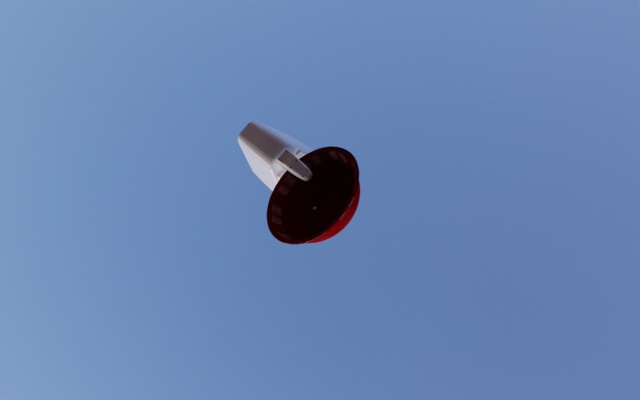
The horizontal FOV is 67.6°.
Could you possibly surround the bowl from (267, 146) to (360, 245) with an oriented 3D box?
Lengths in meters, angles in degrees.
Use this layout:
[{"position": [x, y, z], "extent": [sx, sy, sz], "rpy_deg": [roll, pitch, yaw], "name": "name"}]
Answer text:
[{"position": [0.001, 0.003, 0.693], "extent": [0.162, 0.162, 0.055], "rpy_deg": [0, -30, 42], "name": "bowl"}]
